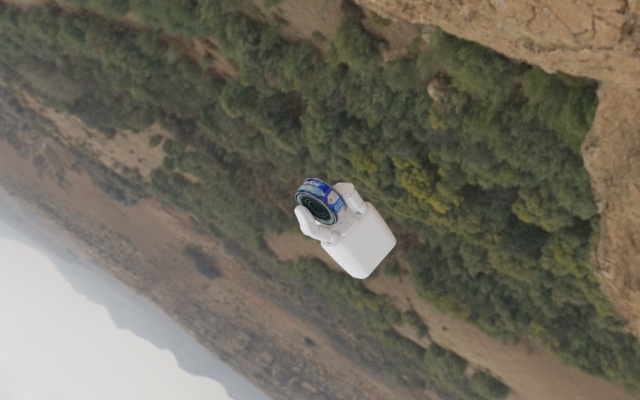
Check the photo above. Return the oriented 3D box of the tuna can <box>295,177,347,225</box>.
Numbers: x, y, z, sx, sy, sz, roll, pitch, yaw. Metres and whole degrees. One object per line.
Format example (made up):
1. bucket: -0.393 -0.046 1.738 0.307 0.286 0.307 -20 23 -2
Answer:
1. tuna can: 0.000 0.003 0.802 0.086 0.033 0.086 30 -25 15
